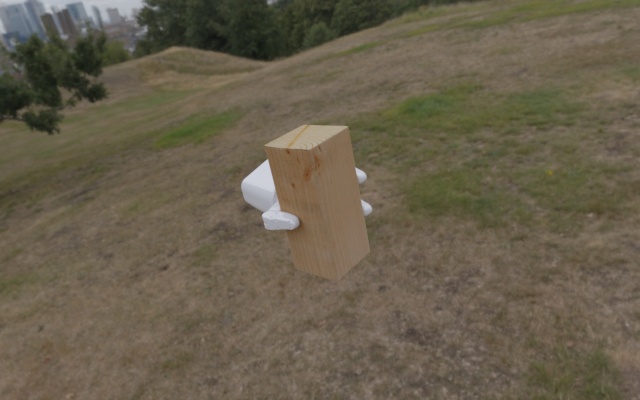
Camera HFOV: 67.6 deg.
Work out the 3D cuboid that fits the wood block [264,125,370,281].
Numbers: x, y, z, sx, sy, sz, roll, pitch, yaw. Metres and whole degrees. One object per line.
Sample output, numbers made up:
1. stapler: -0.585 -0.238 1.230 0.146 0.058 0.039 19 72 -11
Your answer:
1. wood block: 0.000 0.002 0.706 0.090 0.206 0.090 10 33 40
